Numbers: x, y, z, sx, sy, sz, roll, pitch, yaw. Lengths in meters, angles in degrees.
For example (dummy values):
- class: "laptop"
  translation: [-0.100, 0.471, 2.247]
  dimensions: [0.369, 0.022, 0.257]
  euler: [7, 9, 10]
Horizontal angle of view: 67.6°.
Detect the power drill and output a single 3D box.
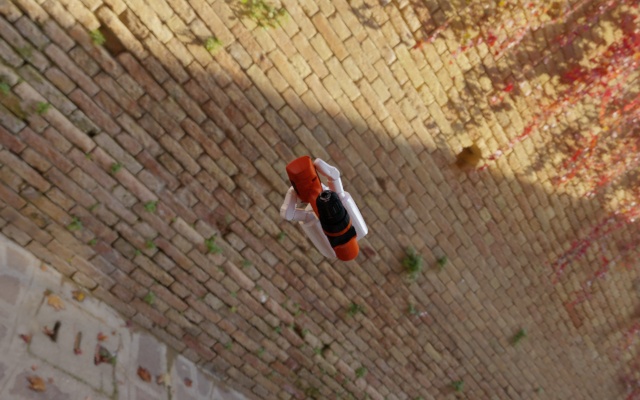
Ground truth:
- class: "power drill"
  translation: [0.000, 0.003, 0.869]
  dimensions: [0.057, 0.187, 0.185]
  euler: [-27, -40, -6]
